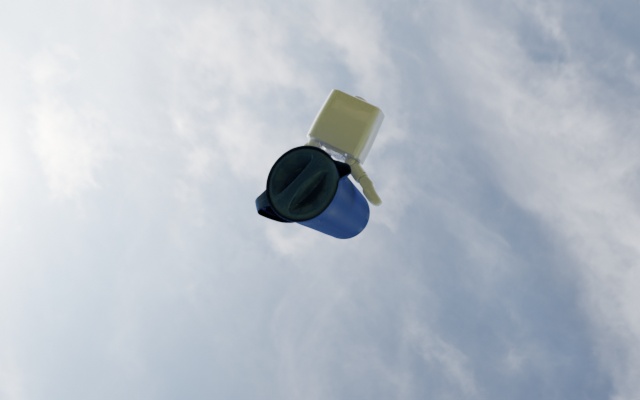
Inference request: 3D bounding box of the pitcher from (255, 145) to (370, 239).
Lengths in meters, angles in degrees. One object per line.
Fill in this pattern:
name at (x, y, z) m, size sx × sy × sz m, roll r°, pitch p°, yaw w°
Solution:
pitcher at (0.000, 0.003, 0.896) m, size 0.149 × 0.145 × 0.243 m, roll 25°, pitch -5°, yaw 26°
